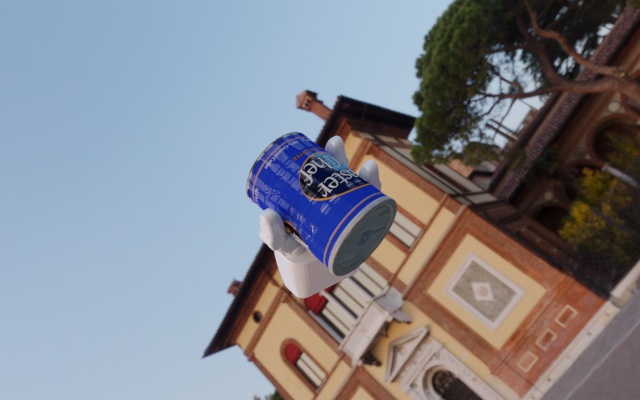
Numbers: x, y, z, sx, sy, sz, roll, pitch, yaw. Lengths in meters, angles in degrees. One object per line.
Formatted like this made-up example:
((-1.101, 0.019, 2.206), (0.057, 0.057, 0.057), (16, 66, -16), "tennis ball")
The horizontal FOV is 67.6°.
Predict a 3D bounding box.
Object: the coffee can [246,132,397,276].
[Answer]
((0.000, 0.002, 0.539), (0.140, 0.103, 0.103), (39, 19, 26), "coffee can")
